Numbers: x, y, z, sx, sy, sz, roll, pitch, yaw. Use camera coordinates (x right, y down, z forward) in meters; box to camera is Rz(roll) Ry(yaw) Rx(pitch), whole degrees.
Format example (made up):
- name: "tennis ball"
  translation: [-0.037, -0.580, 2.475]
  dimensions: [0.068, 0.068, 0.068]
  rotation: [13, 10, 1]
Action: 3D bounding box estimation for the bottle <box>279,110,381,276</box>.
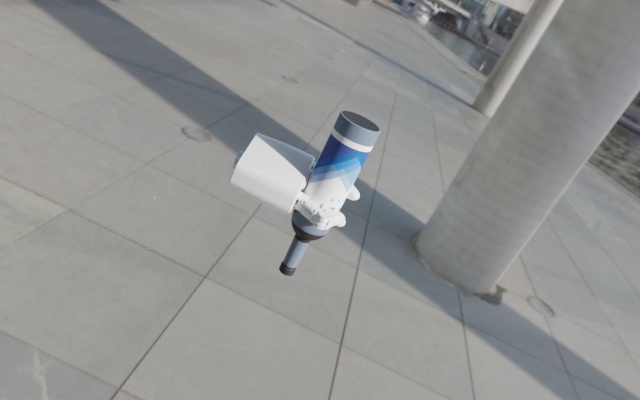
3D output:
- name: "bottle"
  translation: [0.000, 0.002, 0.766]
  dimensions: [0.069, 0.296, 0.069]
  rotation: [22, 25, -11]
